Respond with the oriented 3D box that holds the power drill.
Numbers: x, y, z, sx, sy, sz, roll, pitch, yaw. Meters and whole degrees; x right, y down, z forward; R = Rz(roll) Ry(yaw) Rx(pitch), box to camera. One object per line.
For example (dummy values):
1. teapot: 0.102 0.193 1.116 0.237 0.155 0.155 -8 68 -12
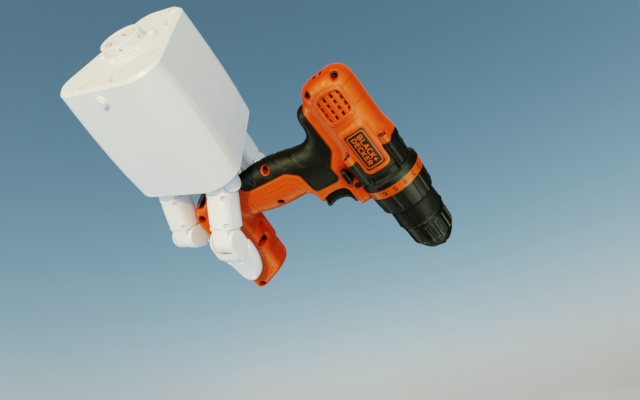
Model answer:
1. power drill: 0.000 0.001 0.424 0.188 0.184 0.057 -32 18 20
